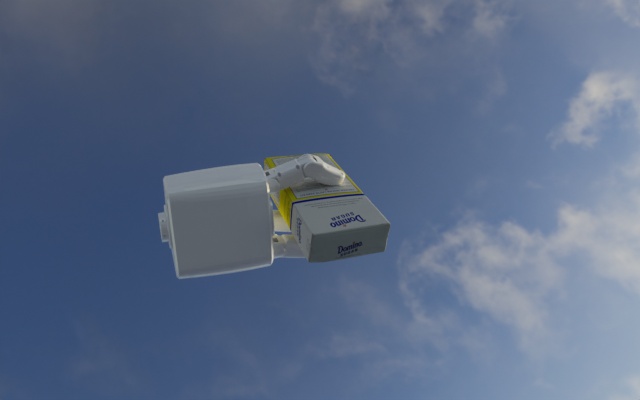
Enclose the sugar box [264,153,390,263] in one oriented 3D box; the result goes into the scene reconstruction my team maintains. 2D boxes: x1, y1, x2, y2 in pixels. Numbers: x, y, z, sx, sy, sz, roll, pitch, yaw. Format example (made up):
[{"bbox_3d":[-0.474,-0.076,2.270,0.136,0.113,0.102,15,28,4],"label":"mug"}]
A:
[{"bbox_3d":[0.000,0.002,0.569,0.093,0.048,0.176,-7,35,-20],"label":"sugar box"}]
